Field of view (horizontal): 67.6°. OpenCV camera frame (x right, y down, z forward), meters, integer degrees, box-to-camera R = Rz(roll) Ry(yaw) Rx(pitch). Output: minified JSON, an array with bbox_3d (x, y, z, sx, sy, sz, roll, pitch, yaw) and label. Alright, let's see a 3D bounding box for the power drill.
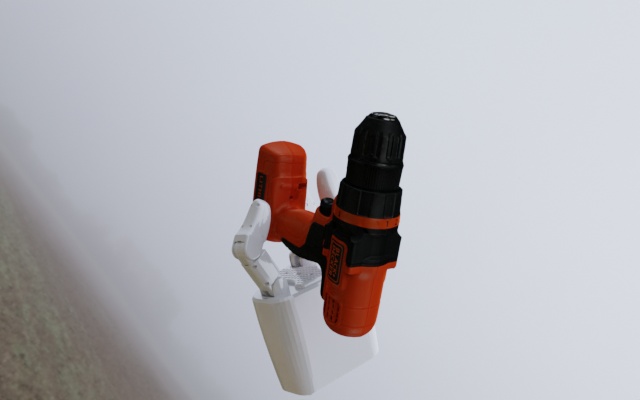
[{"bbox_3d":[0.000,0.002,0.432,0.057,0.184,0.187,0,18,-30],"label":"power drill"}]
